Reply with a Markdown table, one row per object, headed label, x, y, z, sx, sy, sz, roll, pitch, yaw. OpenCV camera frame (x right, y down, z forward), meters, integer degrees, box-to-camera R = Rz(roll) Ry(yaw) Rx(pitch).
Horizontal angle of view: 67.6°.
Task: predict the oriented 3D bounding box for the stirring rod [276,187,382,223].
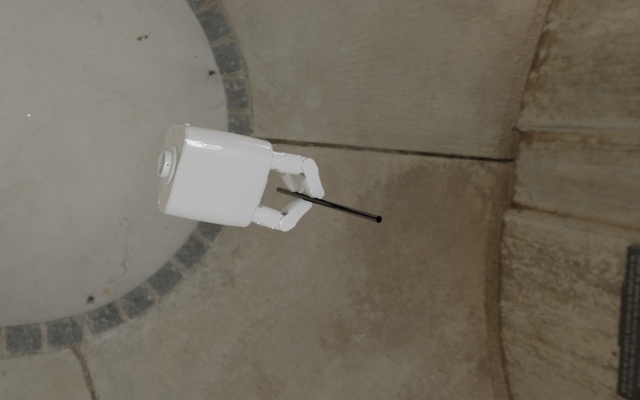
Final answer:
| label | x | y | z | sx | sy | sz | roll | pitch | yaw |
| --- | --- | --- | --- | --- | --- | --- | --- | --- | --- |
| stirring rod | 0.000 | 0.002 | 0.607 | 0.011 | 0.011 | 0.239 | 0 | 9 | -31 |
